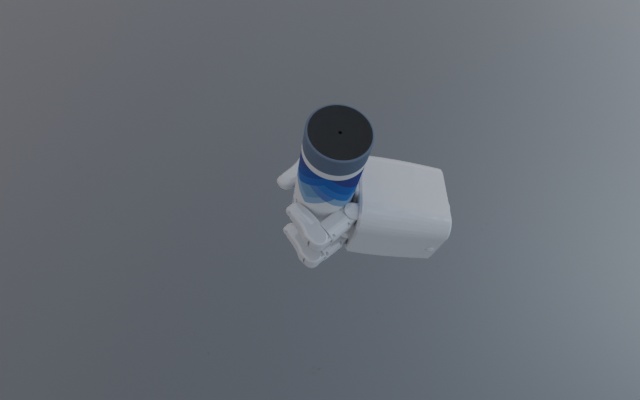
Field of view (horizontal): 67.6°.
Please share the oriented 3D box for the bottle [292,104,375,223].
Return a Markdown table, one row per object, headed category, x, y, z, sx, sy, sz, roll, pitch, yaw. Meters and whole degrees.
| category | x | y | z | sx | sy | sz | roll | pitch | yaw |
| --- | --- | --- | --- | --- | --- | --- | --- | --- | --- |
| bottle | 0.000 | 0.002 | 0.573 | 0.069 | 0.069 | 0.296 | 0 | -26 | -8 |
